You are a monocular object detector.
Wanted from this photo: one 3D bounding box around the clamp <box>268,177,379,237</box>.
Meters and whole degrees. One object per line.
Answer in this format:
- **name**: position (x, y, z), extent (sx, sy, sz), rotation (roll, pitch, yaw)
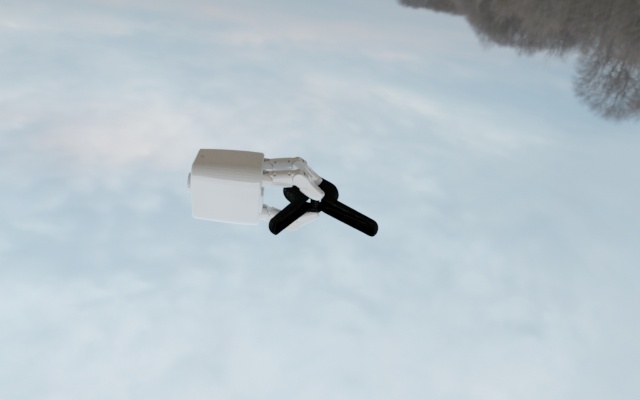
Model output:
- **clamp**: position (0.000, 0.003, 0.777), extent (0.164, 0.036, 0.210), rotation (6, 25, -7)
